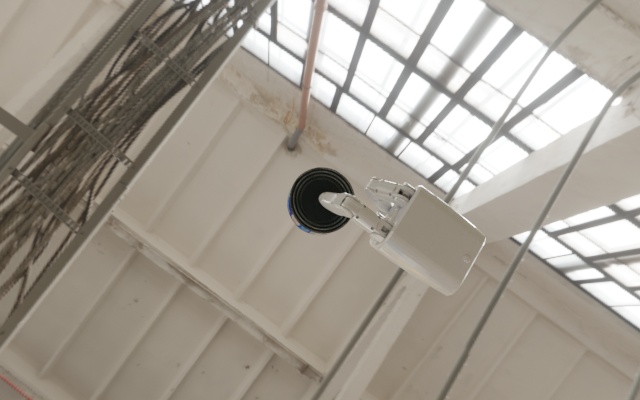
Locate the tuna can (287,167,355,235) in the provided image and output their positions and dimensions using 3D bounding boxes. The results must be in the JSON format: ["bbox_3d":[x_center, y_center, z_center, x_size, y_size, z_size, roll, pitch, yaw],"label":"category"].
[{"bbox_3d":[0.000,0.002,0.623,0.086,0.086,0.034,0,-9,-11],"label":"tuna can"}]
